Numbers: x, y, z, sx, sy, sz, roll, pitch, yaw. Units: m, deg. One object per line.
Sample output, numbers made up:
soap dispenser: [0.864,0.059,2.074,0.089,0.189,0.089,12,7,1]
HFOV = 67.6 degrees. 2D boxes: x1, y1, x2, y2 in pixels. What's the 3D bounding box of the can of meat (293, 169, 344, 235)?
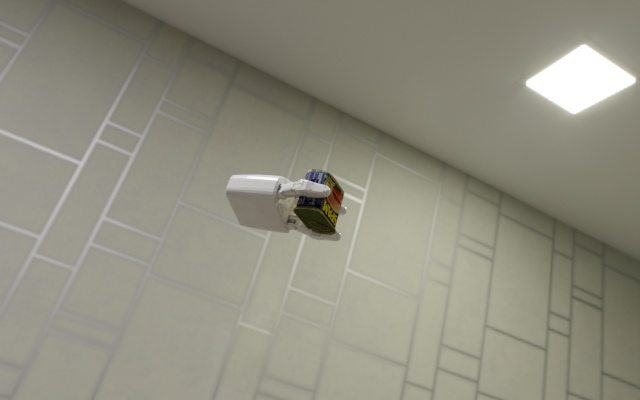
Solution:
can of meat: [0.000,0.003,0.875,0.057,0.084,0.102,3,-28,26]
